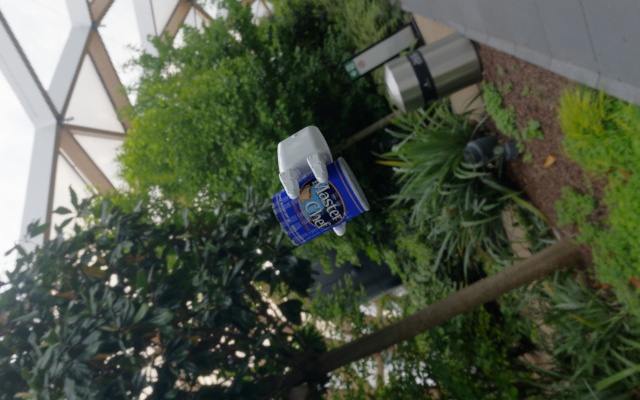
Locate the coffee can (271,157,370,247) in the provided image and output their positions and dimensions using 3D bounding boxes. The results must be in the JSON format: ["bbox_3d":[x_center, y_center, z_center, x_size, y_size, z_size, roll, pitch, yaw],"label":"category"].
[{"bbox_3d":[0.000,0.003,0.827,0.140,0.103,0.103,-29,-5,9],"label":"coffee can"}]
